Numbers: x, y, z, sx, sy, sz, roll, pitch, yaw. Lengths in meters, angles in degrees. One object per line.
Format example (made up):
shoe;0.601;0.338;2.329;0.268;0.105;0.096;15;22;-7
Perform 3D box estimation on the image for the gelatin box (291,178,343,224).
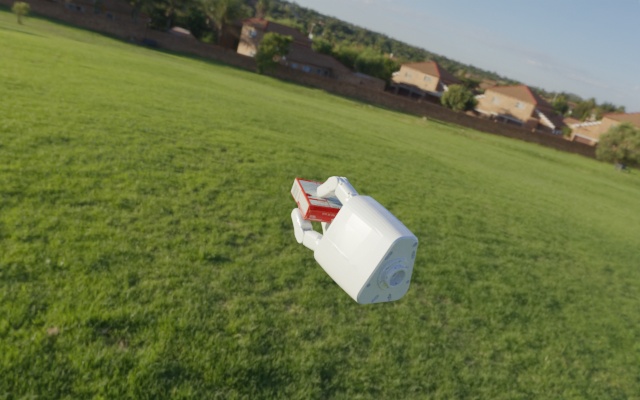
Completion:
gelatin box;0.000;0.002;0.755;0.073;0.030;0.089;10;27;-25
